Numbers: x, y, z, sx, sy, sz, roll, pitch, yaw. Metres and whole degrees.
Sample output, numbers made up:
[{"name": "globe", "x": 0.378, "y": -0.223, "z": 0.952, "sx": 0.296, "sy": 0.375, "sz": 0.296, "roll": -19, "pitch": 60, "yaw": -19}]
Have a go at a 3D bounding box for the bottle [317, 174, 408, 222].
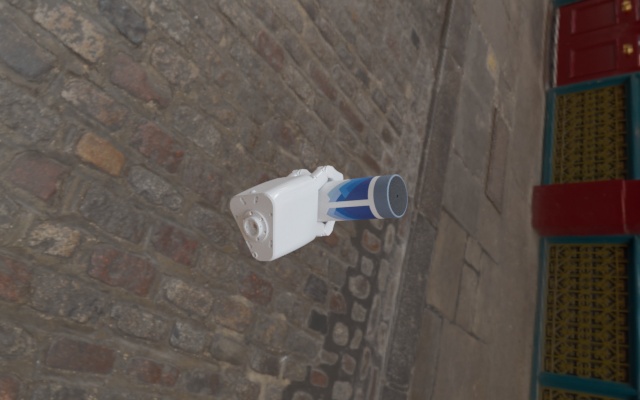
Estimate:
[{"name": "bottle", "x": 0.000, "y": 0.003, "z": 0.815, "sx": 0.296, "sy": 0.069, "sz": 0.069, "roll": -5, "pitch": -3, "yaw": 36}]
